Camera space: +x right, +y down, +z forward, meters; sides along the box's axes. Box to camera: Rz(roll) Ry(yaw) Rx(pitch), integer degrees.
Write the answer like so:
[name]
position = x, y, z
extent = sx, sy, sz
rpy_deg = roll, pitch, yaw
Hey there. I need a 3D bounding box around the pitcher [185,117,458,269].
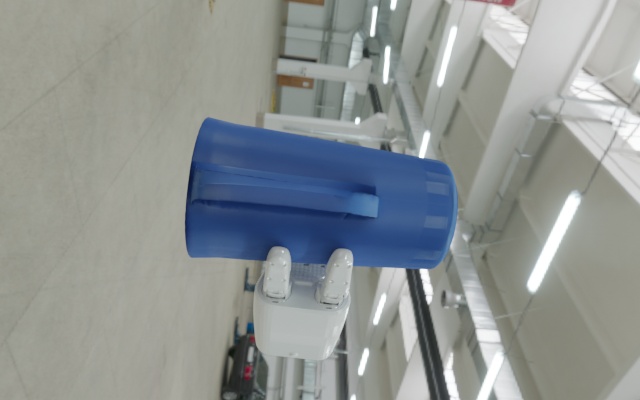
[pitcher]
position = 0.000, 0.002, 0.451
extent = 0.243, 0.145, 0.149
rpy_deg = 6, 42, -4
